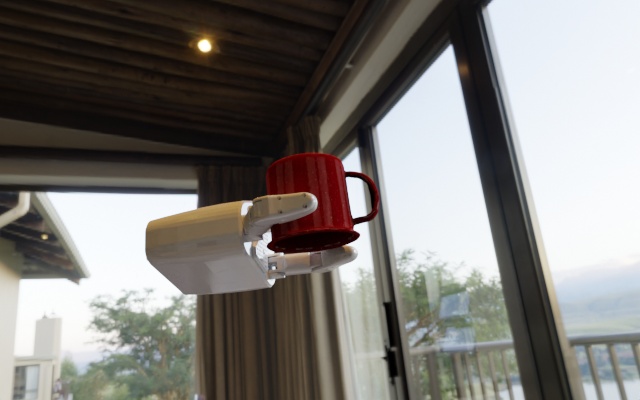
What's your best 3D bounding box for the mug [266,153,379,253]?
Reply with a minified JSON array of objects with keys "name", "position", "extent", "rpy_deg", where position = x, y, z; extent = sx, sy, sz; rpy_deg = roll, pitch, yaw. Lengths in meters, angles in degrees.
[{"name":"mug","position":[0.001,0.001,0.480],"extent":[0.117,0.081,0.093],"rpy_deg":[-10,-17,7]}]
